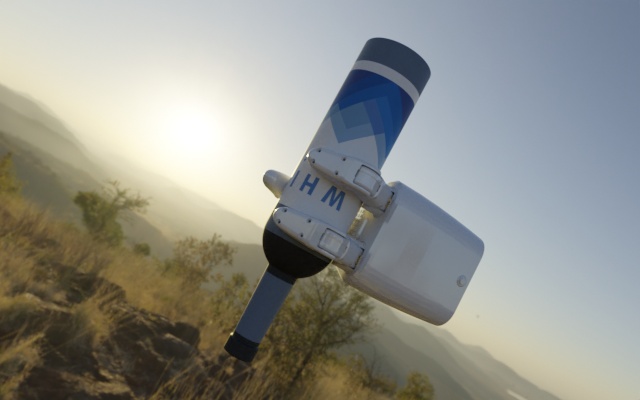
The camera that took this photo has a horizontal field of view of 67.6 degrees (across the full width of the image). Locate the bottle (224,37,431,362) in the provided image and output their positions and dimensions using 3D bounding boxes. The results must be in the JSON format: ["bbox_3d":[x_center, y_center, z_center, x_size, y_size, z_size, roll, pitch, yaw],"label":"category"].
[{"bbox_3d":[0.000,0.001,0.418,0.069,0.295,0.069,28,-6,3],"label":"bottle"}]
